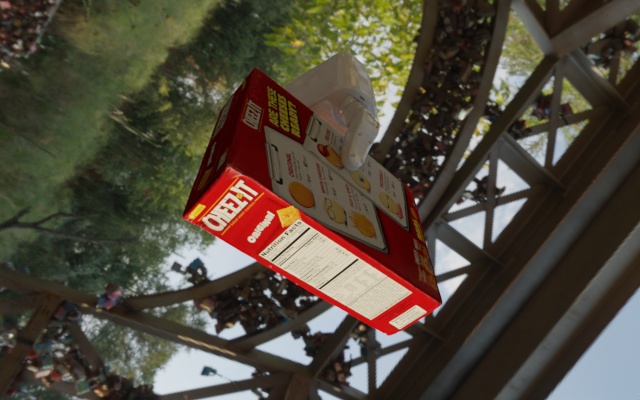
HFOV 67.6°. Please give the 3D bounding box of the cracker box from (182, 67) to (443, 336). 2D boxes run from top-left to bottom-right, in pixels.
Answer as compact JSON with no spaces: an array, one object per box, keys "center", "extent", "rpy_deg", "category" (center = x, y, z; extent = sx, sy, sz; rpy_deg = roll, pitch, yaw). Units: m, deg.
[{"center":[0.000,0.001,0.427],"extent":[0.214,0.072,0.164],"rpy_deg":[34,30,-23],"category":"cracker box"}]
